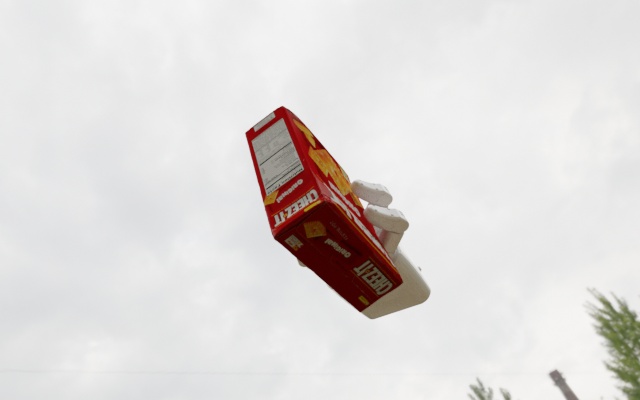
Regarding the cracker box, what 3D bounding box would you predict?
[{"bbox_3d":[0.000,0.002,0.567,0.164,0.072,0.213,45,13,-37],"label":"cracker box"}]
